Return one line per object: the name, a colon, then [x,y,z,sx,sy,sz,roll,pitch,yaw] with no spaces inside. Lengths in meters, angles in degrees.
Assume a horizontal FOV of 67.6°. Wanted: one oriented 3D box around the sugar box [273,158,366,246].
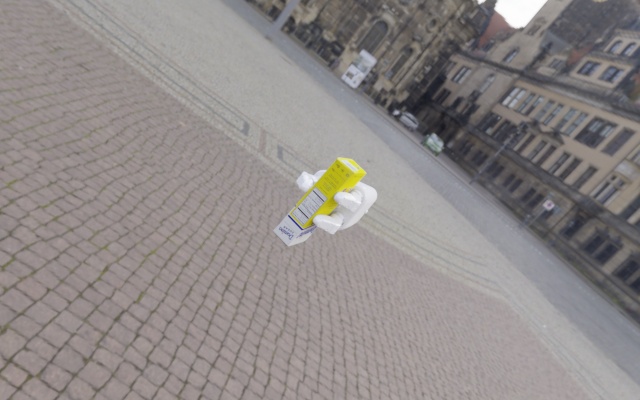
sugar box: [0.001,0.003,0.848,0.048,0.176,0.093,43,15,13]
